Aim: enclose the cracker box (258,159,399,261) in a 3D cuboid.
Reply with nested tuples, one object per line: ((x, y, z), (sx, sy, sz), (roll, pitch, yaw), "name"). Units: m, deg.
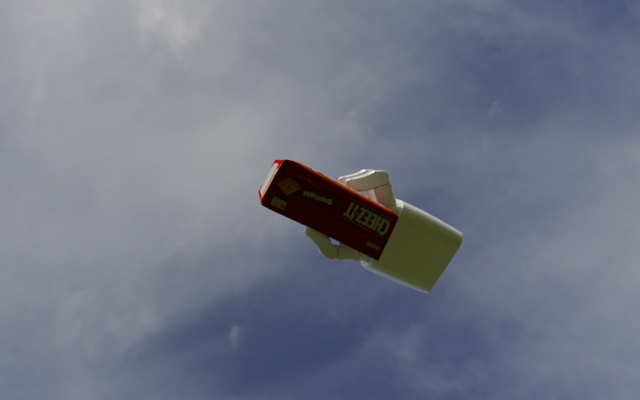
((0.000, 0.002, 0.680), (0.164, 0.072, 0.213), (26, 0, -10), "cracker box")
